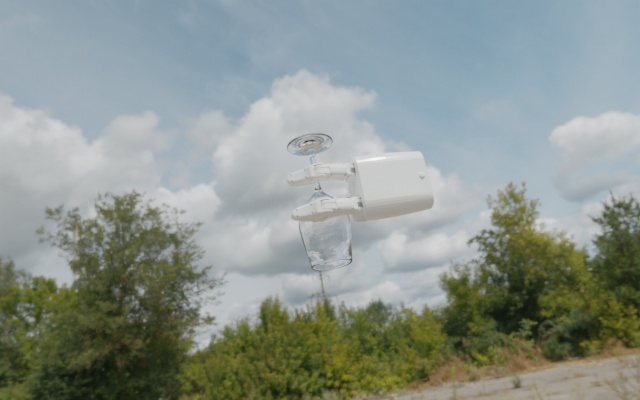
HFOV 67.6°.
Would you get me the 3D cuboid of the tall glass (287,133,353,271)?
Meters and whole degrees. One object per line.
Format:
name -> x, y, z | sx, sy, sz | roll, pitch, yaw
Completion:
tall glass -> 0.000, 0.002, 0.731 | 0.079, 0.201, 0.079 | -9, -19, -3
